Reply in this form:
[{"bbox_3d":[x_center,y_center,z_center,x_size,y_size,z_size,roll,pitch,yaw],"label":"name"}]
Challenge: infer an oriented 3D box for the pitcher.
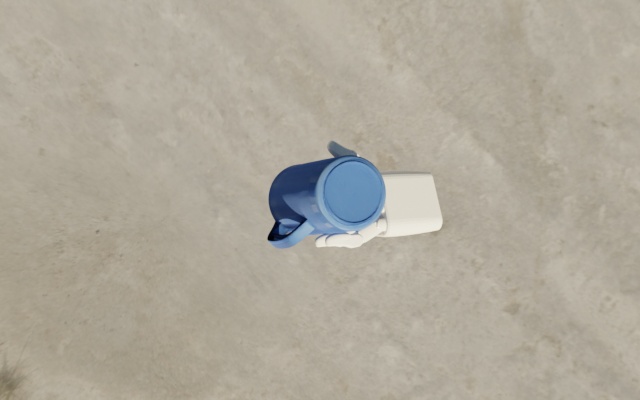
[{"bbox_3d":[0.000,0.002,0.771,0.145,0.149,0.243,-2,-2,-19],"label":"pitcher"}]
